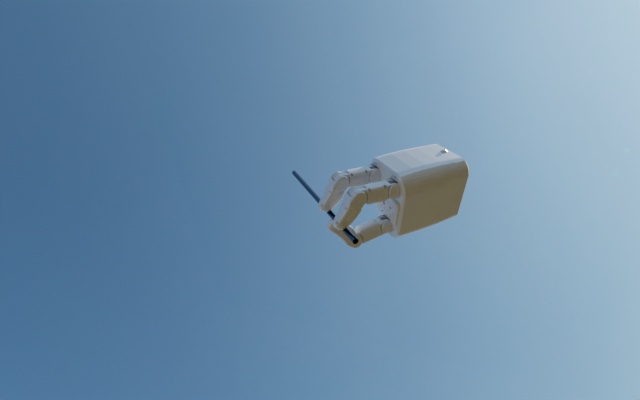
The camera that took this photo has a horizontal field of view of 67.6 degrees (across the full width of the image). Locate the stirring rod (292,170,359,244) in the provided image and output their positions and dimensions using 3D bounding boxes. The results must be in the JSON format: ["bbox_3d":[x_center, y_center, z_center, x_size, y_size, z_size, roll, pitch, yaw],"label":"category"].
[{"bbox_3d":[0.000,0.002,0.697,0.011,0.011,0.239,0,24,-24],"label":"stirring rod"}]
